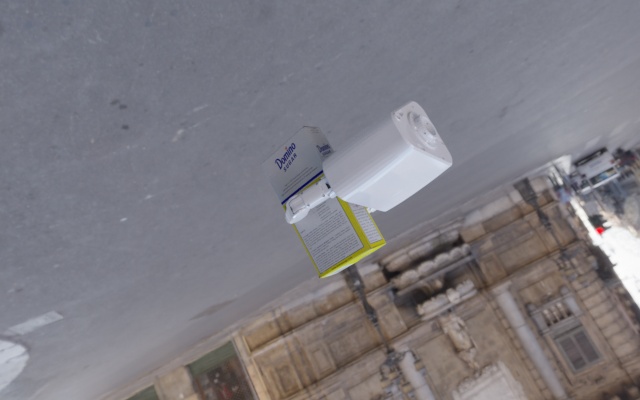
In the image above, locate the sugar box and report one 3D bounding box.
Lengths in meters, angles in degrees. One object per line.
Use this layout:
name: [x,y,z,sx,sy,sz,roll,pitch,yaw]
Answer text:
sugar box: [0.001,0.002,0.617,0.093,0.176,0.048,-36,-16,33]
